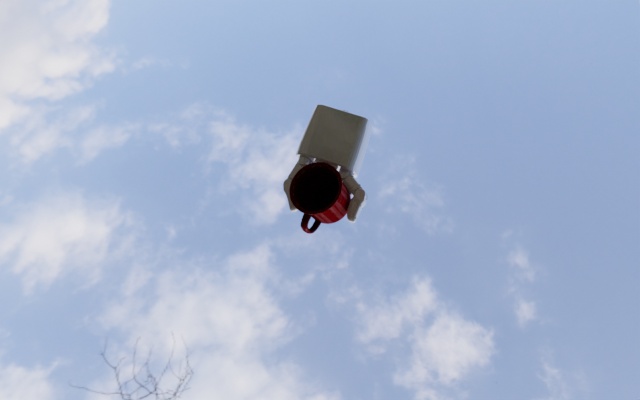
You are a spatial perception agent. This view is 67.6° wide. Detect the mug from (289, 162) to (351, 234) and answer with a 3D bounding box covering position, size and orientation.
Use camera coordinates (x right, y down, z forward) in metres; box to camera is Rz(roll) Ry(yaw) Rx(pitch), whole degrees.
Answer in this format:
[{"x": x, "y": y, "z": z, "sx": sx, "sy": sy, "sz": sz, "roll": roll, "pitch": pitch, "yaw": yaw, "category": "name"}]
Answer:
[{"x": 0.000, "y": 0.004, "z": 0.821, "sx": 0.093, "sy": 0.117, "sz": 0.081, "roll": 16, "pitch": -13, "yaw": 25, "category": "mug"}]
